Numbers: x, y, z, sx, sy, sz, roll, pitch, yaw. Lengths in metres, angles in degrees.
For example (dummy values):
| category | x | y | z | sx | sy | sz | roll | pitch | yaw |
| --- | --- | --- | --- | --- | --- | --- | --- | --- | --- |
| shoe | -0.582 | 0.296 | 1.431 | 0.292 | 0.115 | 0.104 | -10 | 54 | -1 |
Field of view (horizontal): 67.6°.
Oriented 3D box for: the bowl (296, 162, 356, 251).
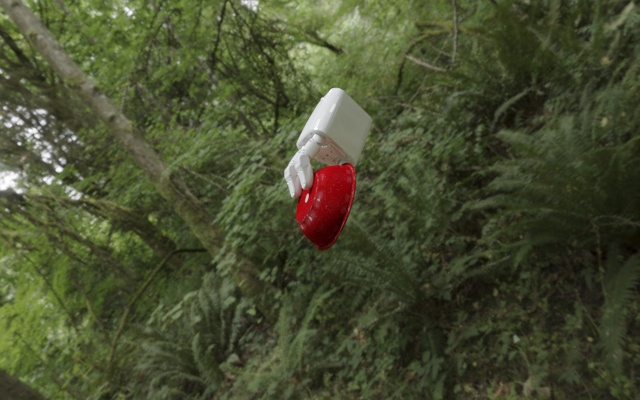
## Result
| category | x | y | z | sx | sy | sz | roll | pitch | yaw |
| --- | --- | --- | --- | --- | --- | --- | --- | --- | --- |
| bowl | 0.000 | 0.004 | 0.823 | 0.055 | 0.162 | 0.162 | 18 | -6 | -18 |
